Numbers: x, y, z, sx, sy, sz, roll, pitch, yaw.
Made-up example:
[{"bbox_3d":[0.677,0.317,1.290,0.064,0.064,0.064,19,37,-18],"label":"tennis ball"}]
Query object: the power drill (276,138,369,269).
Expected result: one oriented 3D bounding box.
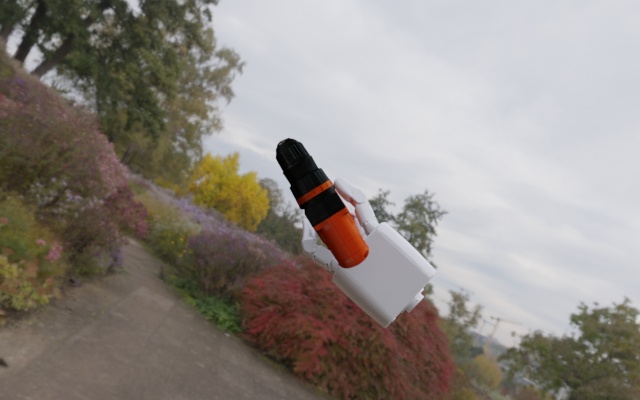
[{"bbox_3d":[0.000,0.002,0.675,0.057,0.184,0.187,-30,0,2],"label":"power drill"}]
